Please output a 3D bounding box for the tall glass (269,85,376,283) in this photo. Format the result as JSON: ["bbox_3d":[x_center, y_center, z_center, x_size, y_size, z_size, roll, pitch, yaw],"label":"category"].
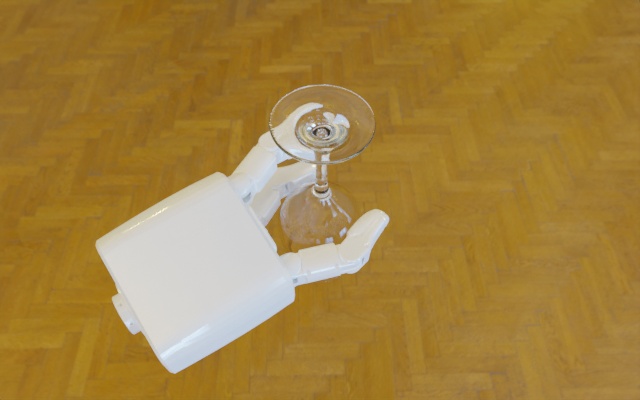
[{"bbox_3d":[0.000,0.001,0.412,0.079,0.079,0.201,0,-34,0],"label":"tall glass"}]
